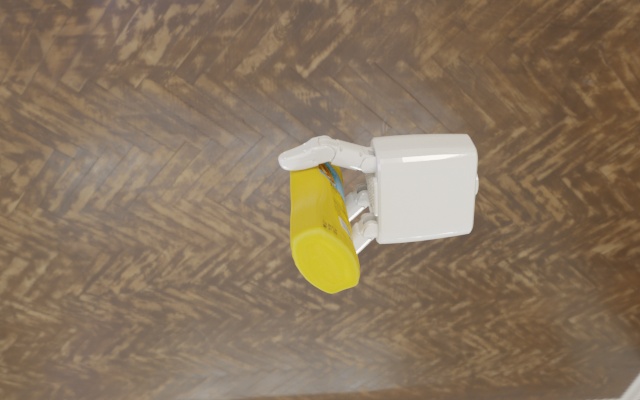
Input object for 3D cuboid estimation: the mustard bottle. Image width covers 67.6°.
[{"bbox_3d":[0.000,0.002,0.532,0.058,0.096,0.191,-23,38,14],"label":"mustard bottle"}]
